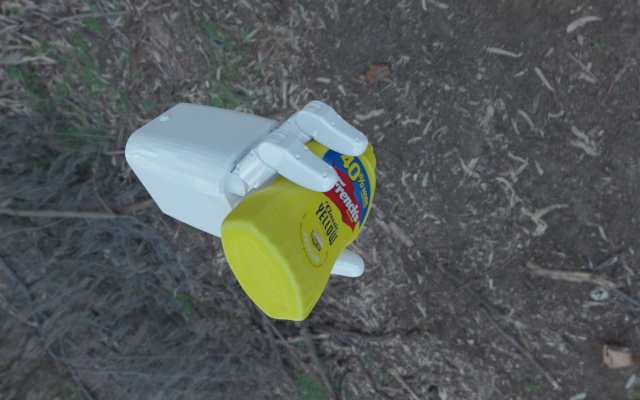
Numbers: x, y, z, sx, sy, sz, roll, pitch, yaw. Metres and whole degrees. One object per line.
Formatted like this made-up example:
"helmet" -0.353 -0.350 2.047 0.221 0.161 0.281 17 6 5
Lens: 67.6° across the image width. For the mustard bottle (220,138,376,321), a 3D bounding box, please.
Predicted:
"mustard bottle" 0.000 0.001 0.403 0.058 0.096 0.191 -6 31 36
